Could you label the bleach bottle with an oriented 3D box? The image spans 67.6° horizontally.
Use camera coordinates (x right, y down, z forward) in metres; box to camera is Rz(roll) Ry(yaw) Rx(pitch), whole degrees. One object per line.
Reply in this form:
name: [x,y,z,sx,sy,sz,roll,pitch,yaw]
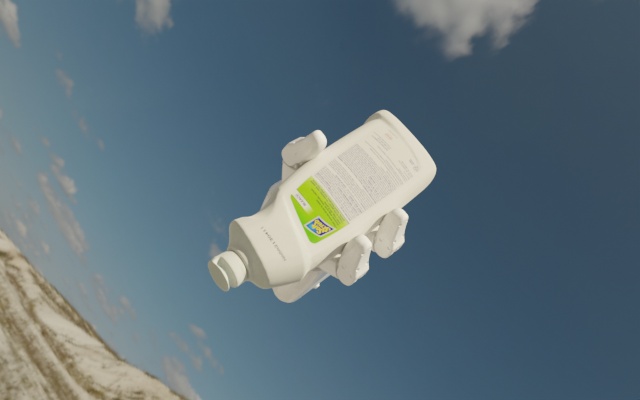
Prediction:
bleach bottle: [0.000,0.002,0.461,0.250,0.102,0.068,-31,-16,-33]
